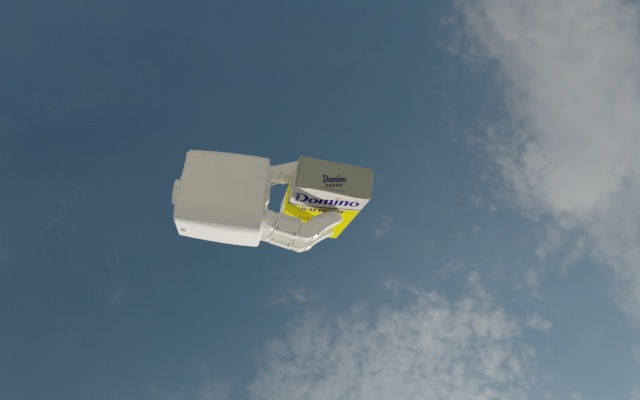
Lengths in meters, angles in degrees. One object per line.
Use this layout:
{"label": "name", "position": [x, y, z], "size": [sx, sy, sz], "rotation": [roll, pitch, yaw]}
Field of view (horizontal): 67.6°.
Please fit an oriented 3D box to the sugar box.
{"label": "sugar box", "position": [0.000, 0.003, 0.637], "size": [0.093, 0.048, 0.176], "rotation": [10, -19, -8]}
